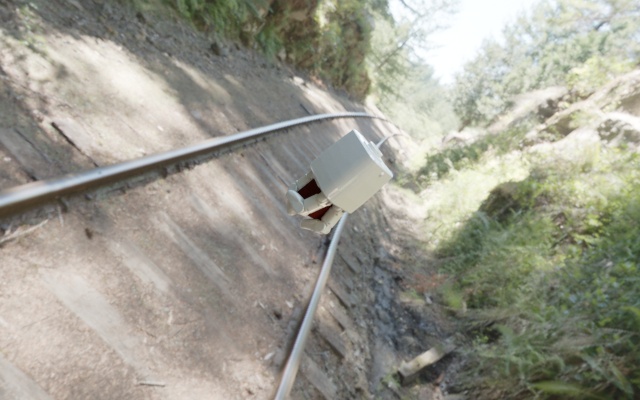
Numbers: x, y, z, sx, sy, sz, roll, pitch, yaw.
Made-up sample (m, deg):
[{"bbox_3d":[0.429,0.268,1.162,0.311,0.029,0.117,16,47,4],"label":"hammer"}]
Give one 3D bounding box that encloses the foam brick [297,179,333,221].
[{"bbox_3d":[0.000,0.003,0.897,0.051,0.053,0.078,-38,-32,14],"label":"foam brick"}]
